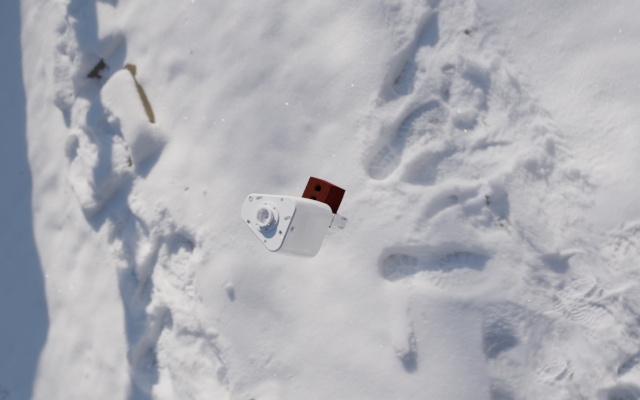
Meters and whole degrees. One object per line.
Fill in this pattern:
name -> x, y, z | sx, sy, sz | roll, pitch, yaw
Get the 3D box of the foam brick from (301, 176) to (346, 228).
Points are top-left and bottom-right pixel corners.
foam brick -> 0.000, 0.003, 0.860 | 0.053, 0.078, 0.051 | 24, 4, 34
